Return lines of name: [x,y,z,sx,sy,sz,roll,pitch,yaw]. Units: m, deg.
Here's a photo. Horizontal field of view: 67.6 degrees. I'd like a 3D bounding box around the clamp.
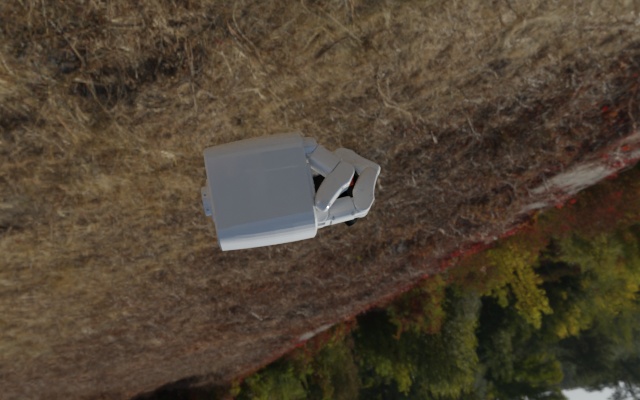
clamp: [0.000,0.003,0.618,0.120,0.039,0.171,-10,-22,-10]
